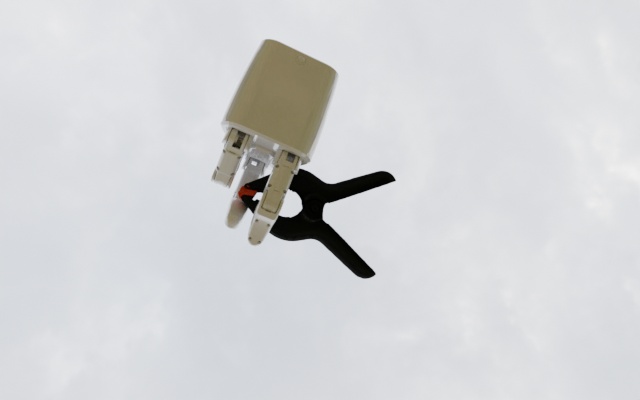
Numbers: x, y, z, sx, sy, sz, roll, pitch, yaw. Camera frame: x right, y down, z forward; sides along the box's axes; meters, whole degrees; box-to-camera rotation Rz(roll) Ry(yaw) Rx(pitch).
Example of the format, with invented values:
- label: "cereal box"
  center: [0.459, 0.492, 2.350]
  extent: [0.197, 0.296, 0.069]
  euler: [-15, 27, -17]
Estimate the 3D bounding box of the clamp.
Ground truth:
- label: "clamp"
  center: [0.000, 0.002, 0.519]
  extent: [0.171, 0.120, 0.039]
  euler: [23, -14, -10]
